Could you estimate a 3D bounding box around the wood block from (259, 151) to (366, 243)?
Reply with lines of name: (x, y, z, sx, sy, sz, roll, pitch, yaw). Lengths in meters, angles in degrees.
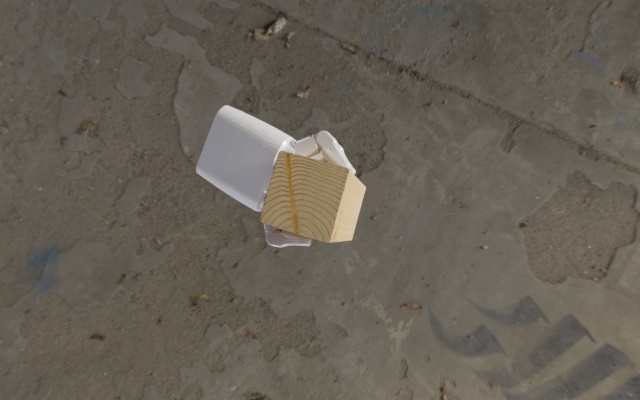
wood block: (0.000, 0.002, 0.650, 0.090, 0.091, 0.206, 16, -1, 12)
